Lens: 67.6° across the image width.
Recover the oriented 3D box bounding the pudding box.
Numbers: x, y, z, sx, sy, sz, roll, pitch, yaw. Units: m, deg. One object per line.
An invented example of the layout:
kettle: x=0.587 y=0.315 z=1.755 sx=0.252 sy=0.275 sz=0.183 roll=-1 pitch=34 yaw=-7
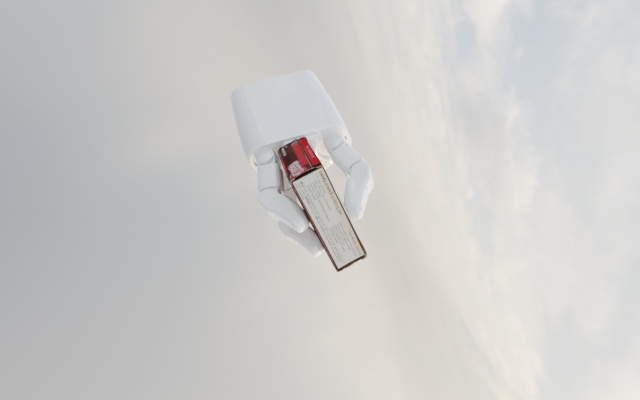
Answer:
pudding box: x=0.000 y=0.001 z=0.478 sx=0.039 sy=0.113 sz=0.090 roll=-28 pitch=27 yaw=2
